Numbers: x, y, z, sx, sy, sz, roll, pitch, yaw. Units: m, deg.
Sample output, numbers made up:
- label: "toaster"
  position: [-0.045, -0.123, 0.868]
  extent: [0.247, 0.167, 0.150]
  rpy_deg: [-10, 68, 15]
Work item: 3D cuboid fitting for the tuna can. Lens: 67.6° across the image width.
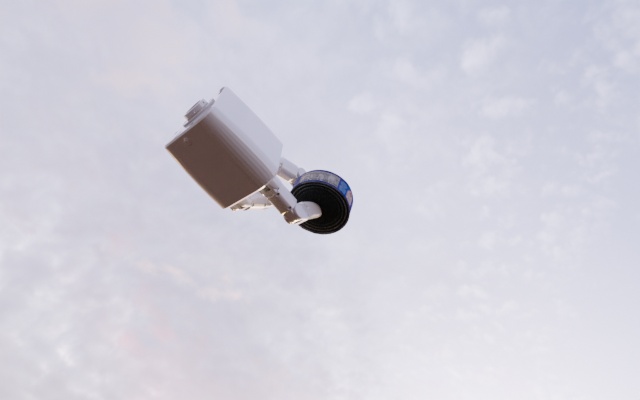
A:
- label: "tuna can"
  position: [0.000, 0.002, 0.638]
  extent: [0.086, 0.086, 0.033]
  rpy_deg: [0, 35, 16]
